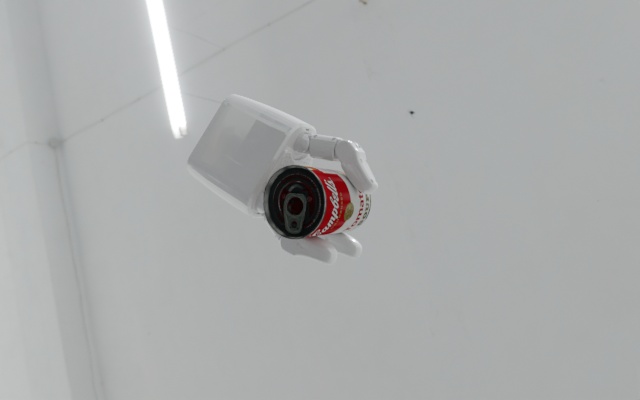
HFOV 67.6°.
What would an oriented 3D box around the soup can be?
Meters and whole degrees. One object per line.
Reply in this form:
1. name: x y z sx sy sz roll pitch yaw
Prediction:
1. soup can: 0.001 0.002 0.476 0.068 0.068 0.102 0 0 30
